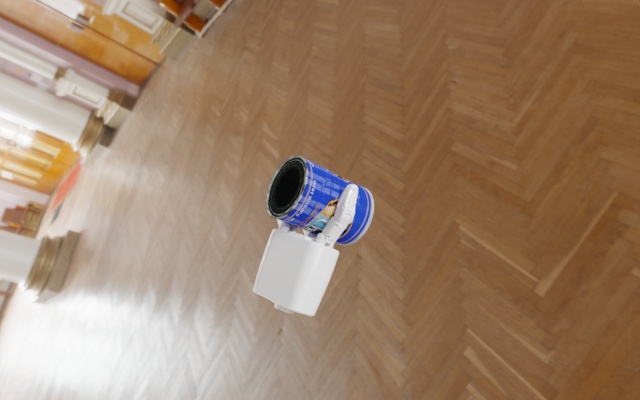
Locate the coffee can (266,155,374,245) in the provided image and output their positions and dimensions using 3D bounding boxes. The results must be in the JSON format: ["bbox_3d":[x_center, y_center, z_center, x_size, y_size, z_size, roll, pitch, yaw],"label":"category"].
[{"bbox_3d":[0.000,0.002,0.757,0.140,0.102,0.103,24,-14,-33],"label":"coffee can"}]
